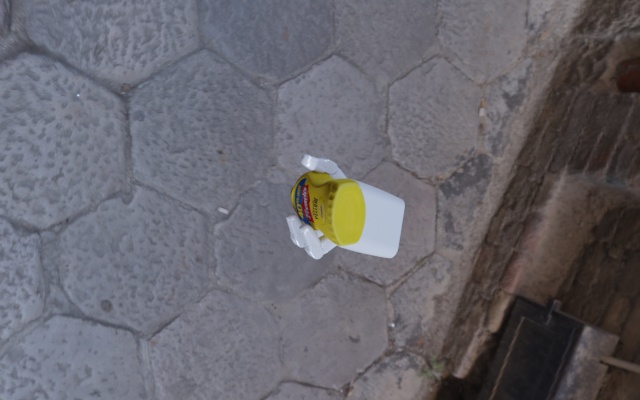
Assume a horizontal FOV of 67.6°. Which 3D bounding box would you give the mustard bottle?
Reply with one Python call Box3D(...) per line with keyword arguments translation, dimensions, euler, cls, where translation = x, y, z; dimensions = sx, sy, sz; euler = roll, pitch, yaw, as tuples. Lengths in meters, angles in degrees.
Box3D(translation=(0.000, 0.003, 0.761), dimensions=(0.058, 0.096, 0.191), euler=(-10, 15, -25), cls="mustard bottle")
